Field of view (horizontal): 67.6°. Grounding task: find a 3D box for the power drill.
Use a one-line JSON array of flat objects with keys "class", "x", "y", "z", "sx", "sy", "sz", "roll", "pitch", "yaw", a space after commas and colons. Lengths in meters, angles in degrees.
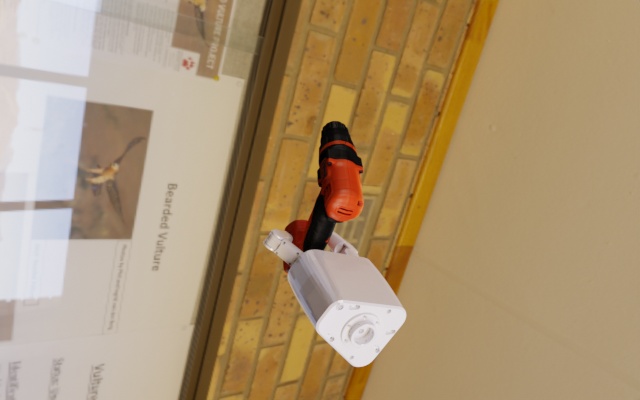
[{"class": "power drill", "x": 0.000, "y": 0.003, "z": 0.661, "sx": 0.057, "sy": 0.188, "sz": 0.184, "roll": 14, "pitch": 38, "yaw": -13}]
